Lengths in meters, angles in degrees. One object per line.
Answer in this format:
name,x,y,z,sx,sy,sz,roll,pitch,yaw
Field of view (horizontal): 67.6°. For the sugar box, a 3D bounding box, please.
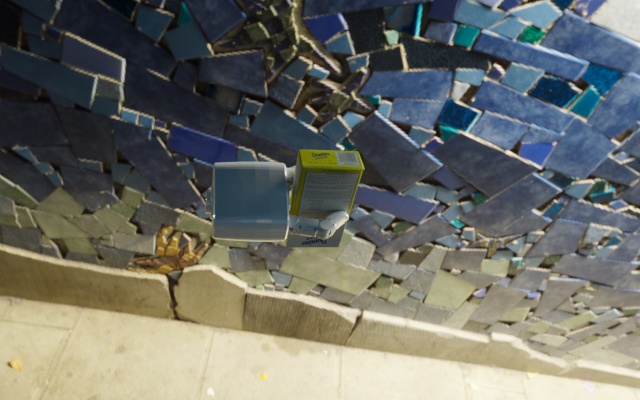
sugar box,0.000,0.002,0.735,0.093,0.048,0.176,1,-42,-14
